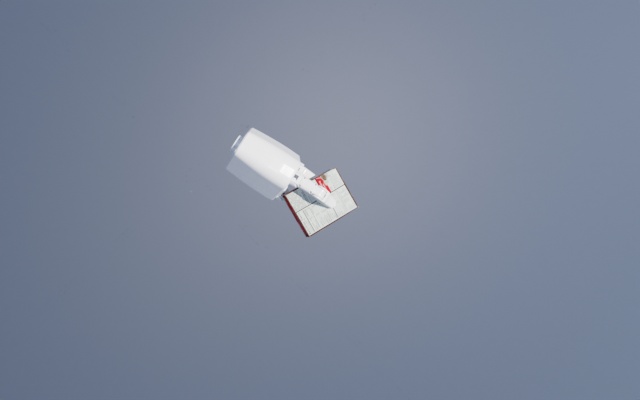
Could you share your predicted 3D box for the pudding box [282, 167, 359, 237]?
[{"bbox_3d":[0.000,0.003,0.881,0.113,0.090,0.039,-30,4,-10],"label":"pudding box"}]
